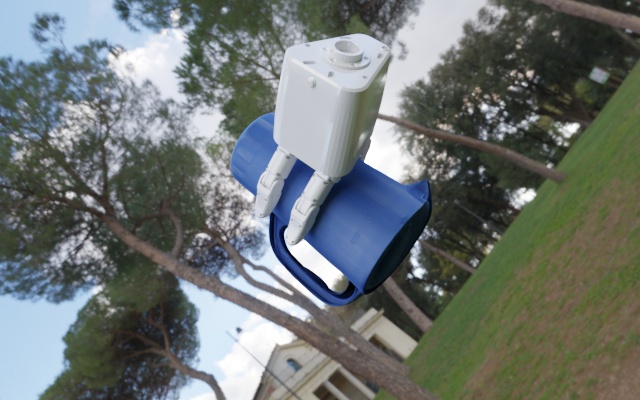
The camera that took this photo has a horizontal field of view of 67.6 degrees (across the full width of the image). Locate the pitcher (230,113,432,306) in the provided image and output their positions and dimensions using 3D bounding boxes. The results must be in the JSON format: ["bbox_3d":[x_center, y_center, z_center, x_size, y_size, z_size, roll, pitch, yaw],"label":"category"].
[{"bbox_3d":[0.000,0.002,0.592,0.242,0.145,0.149,36,51,22],"label":"pitcher"}]
